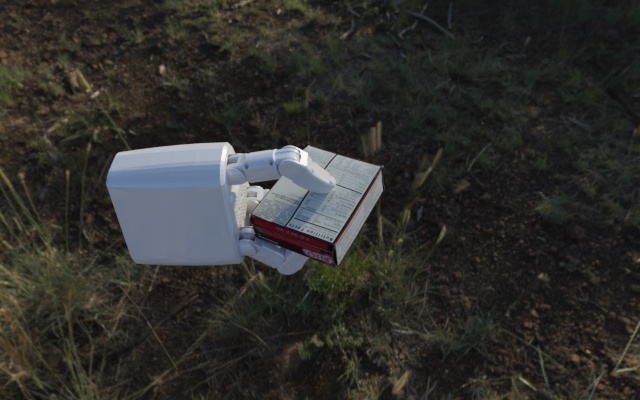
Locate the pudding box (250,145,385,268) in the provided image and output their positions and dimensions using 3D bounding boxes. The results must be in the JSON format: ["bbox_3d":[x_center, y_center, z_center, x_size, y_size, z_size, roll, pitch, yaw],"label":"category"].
[{"bbox_3d":[0.000,0.001,0.462,0.090,0.113,0.039,19,-37,22],"label":"pudding box"}]
